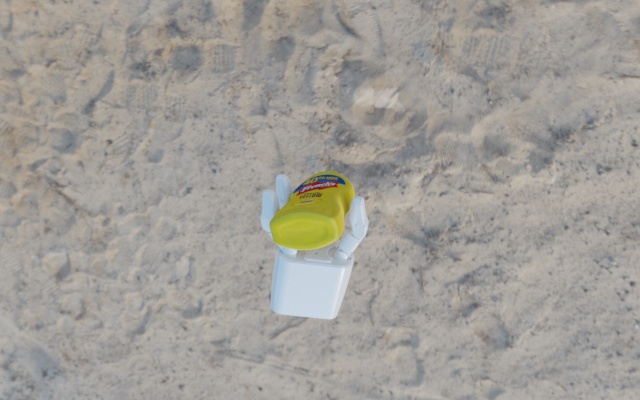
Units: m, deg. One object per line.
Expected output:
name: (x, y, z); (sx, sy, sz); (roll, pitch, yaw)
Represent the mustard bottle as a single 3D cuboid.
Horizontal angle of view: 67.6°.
mustard bottle: (0.000, 0.002, 0.701); (0.096, 0.058, 0.191); (-7, 22, 19)
